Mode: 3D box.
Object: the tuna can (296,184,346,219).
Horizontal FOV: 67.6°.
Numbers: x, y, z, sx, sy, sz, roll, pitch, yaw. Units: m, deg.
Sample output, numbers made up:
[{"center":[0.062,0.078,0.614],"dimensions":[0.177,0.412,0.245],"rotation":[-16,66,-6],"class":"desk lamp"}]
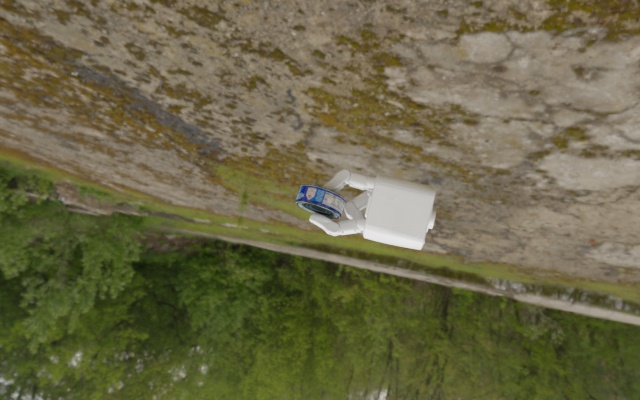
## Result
[{"center":[0.000,0.003,0.845],"dimensions":[0.086,0.033,0.086],"rotation":[18,-13,4],"class":"tuna can"}]
